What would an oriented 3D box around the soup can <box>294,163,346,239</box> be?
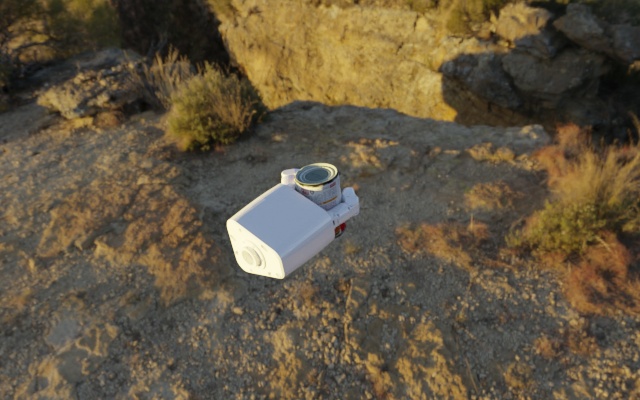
[{"bbox_3d":[0.000,0.002,0.732,0.068,0.102,0.068,-7,32,4],"label":"soup can"}]
